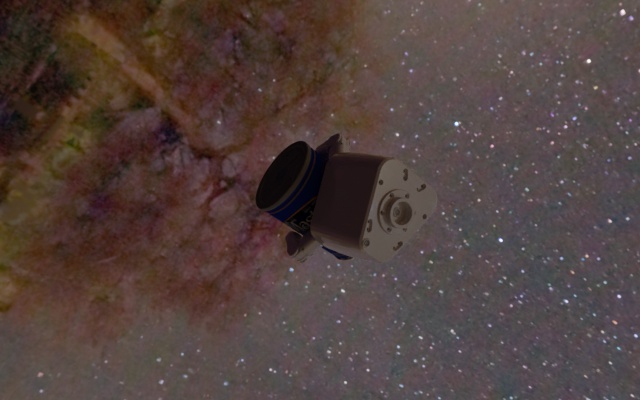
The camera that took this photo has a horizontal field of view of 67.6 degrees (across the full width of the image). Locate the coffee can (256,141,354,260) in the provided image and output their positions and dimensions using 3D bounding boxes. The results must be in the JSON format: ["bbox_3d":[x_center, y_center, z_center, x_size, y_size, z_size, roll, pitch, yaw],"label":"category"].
[{"bbox_3d":[0.000,0.002,0.635,0.140,0.102,0.103,35,-18,-27],"label":"coffee can"}]
